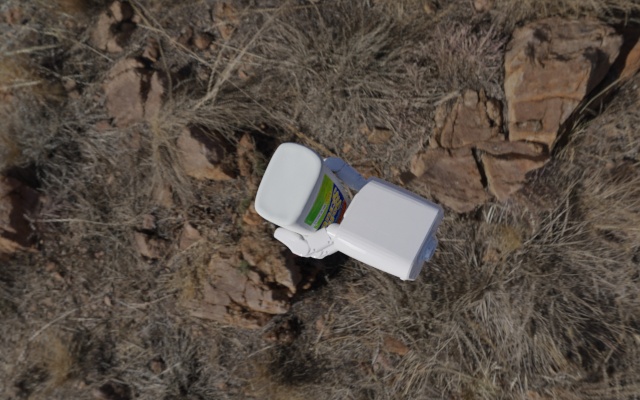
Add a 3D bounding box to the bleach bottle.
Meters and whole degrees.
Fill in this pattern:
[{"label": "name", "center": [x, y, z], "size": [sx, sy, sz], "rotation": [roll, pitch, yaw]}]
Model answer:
[{"label": "bleach bottle", "center": [0.000, 0.002, 0.674], "size": [0.068, 0.102, 0.251], "rotation": [24, -1, 22]}]
